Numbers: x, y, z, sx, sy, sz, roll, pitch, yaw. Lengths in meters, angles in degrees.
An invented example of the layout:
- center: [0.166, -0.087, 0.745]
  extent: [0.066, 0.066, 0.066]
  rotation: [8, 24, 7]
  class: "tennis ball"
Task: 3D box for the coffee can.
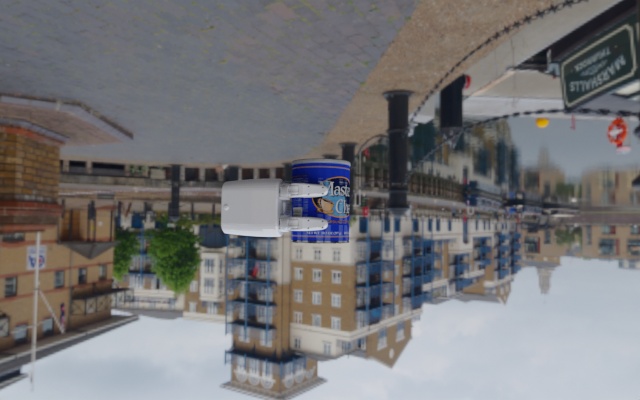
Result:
- center: [0.000, 0.003, 0.832]
  extent: [0.103, 0.140, 0.103]
  rotation: [1, -2, 0]
  class: "coffee can"
